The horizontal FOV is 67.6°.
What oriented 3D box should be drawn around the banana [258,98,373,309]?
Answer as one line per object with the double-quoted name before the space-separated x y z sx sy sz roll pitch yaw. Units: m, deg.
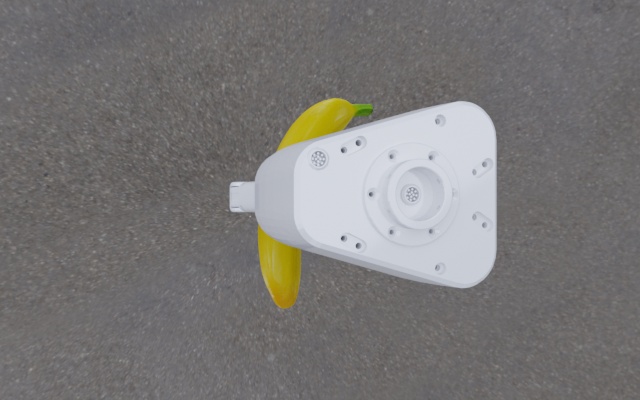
"banana" -0.014 -0.010 0.402 0.069 0.198 0.037 27 -8 -21
